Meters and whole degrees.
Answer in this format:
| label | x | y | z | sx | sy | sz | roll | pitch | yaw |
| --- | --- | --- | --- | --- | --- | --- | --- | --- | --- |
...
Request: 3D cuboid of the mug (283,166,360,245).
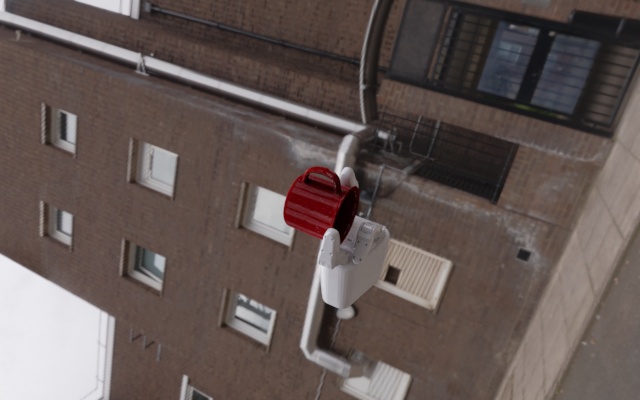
| label | x | y | z | sx | sy | sz | roll | pitch | yaw |
| --- | --- | --- | --- | --- | --- | --- | --- | --- | --- |
| mug | 0.000 | 0.001 | 0.672 | 0.081 | 0.117 | 0.093 | 20 | 46 | 20 |
